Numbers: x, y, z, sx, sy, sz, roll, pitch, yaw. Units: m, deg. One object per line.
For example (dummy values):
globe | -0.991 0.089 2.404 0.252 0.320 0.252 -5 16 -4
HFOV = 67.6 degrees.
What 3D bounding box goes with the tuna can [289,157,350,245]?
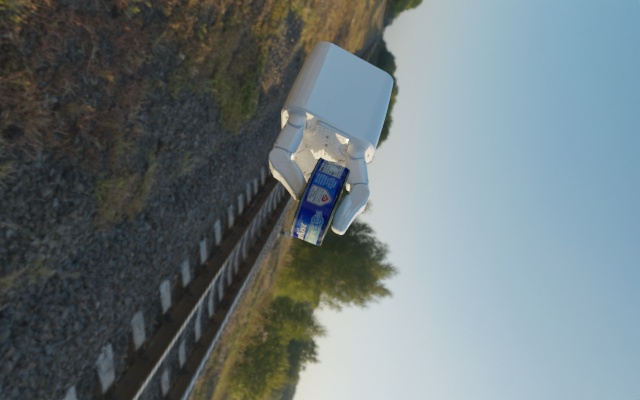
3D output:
tuna can | 0.001 0.002 0.486 0.034 0.086 0.086 22 1 3
